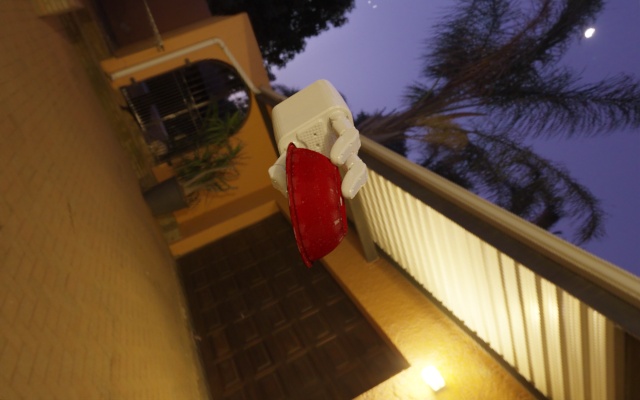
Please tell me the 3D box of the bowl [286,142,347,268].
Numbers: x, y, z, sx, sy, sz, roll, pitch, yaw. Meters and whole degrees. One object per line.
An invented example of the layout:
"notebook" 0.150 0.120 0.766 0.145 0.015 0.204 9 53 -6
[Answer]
"bowl" 0.001 0.003 0.607 0.055 0.162 0.162 -8 -1 7
